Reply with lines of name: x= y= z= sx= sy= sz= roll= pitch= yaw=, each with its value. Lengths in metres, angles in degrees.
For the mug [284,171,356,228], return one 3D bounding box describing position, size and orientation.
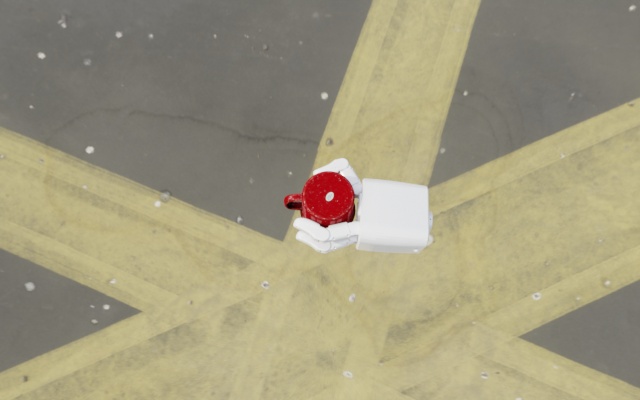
mug: x=-0.001 y=0.002 z=0.760 sx=0.117 sy=0.093 sz=0.081 roll=4 pitch=-17 yaw=1
